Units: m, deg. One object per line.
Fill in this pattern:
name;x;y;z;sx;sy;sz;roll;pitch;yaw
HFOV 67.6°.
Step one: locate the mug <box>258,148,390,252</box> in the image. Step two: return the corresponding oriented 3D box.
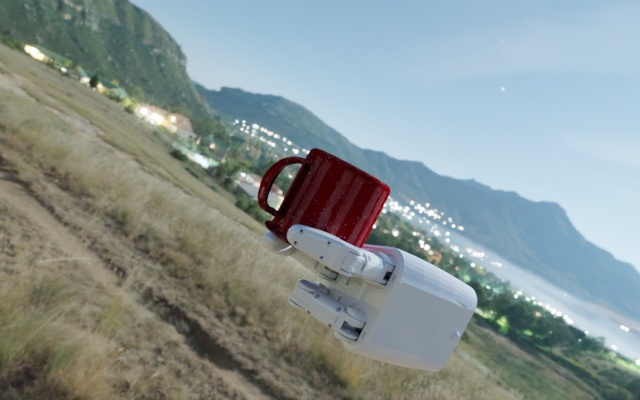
mug;-0.001;0.001;0.419;0.117;0.081;0.093;26;3;-29
